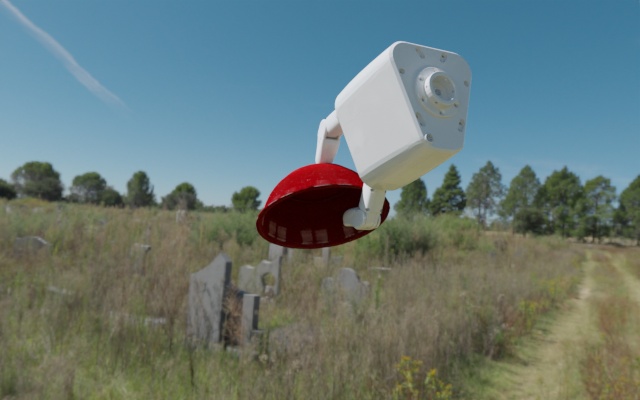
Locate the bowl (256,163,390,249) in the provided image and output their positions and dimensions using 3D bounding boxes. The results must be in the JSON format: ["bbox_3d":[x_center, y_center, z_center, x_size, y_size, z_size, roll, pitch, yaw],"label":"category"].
[{"bbox_3d":[-0.001,0.002,0.586,0.162,0.055,0.162,-7,-30,-4],"label":"bowl"}]
